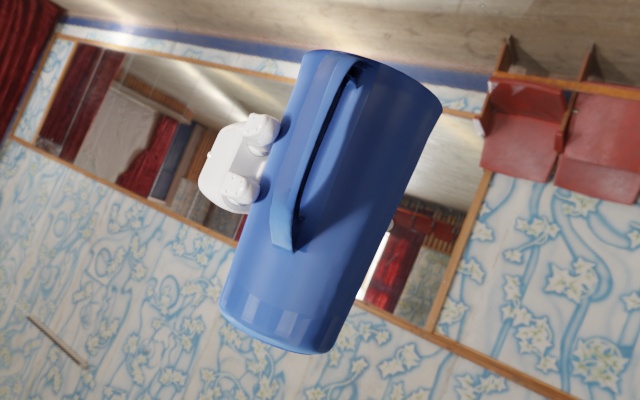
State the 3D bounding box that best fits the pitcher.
[{"bbox_3d":[0.000,0.001,0.414,0.149,0.243,0.145,24,-4,-29],"label":"pitcher"}]
